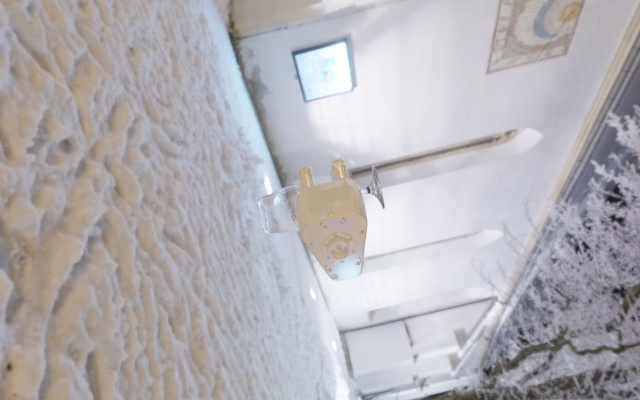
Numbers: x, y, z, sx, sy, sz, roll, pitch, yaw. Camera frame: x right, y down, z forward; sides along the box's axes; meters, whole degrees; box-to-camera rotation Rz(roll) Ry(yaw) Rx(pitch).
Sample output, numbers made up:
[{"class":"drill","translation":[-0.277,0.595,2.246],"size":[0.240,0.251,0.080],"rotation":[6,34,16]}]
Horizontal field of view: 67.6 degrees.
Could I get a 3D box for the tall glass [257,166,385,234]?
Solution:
[{"class":"tall glass","translation":[0.001,0.002,0.791],"size":[0.201,0.079,0.079],"rotation":[-14,-1,2]}]
